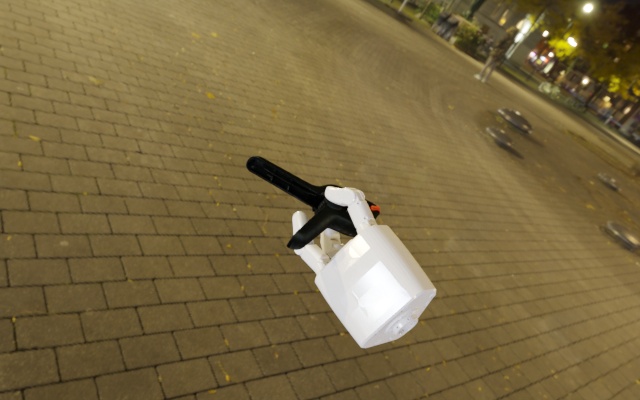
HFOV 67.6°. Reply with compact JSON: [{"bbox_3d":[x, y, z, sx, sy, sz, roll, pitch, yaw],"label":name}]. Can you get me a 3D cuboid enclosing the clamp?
[{"bbox_3d":[0.001,0.002,0.671,0.210,0.036,0.164,3,42,-45],"label":"clamp"}]
